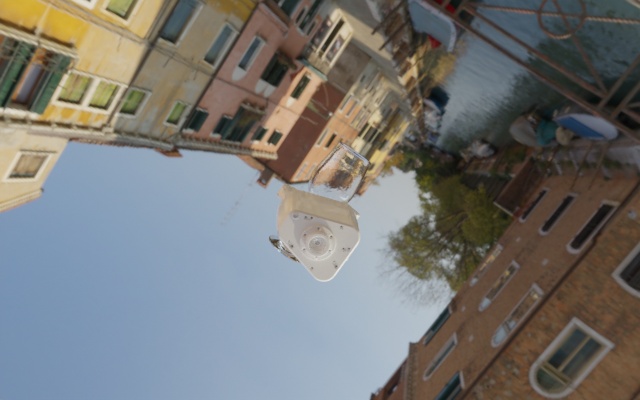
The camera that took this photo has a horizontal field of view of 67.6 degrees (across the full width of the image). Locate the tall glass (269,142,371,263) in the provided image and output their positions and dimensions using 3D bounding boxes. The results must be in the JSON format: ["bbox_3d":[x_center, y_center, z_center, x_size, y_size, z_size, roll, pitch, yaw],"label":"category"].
[{"bbox_3d":[0.000,0.003,0.787,0.079,0.201,0.079,34,10,-7],"label":"tall glass"}]
